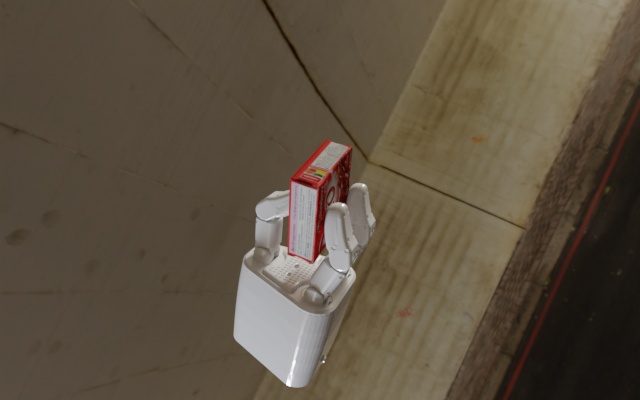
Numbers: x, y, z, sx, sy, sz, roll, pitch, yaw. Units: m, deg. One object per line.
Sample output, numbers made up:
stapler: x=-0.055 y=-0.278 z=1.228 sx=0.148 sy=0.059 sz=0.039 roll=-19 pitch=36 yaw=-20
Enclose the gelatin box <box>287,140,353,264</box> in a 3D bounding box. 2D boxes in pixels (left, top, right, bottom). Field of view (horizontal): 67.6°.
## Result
gelatin box: x=0.000 y=0.001 z=0.433 sx=0.030 sy=0.089 sz=0.073 roll=18 pitch=39 yaw=18
